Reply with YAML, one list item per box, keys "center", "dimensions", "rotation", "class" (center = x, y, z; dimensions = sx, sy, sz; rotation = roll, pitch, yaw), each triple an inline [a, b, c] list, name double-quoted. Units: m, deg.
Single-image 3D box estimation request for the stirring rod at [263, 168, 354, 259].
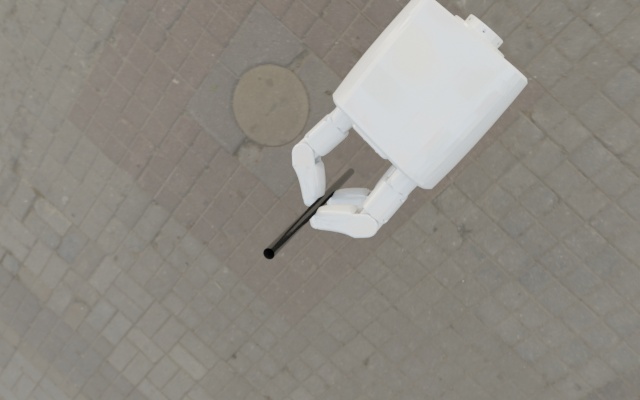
- center: [0.000, 0.001, 0.424]
  dimensions: [0.011, 0.011, 0.239]
  rotation: [0, 16, 17]
  class: "stirring rod"
